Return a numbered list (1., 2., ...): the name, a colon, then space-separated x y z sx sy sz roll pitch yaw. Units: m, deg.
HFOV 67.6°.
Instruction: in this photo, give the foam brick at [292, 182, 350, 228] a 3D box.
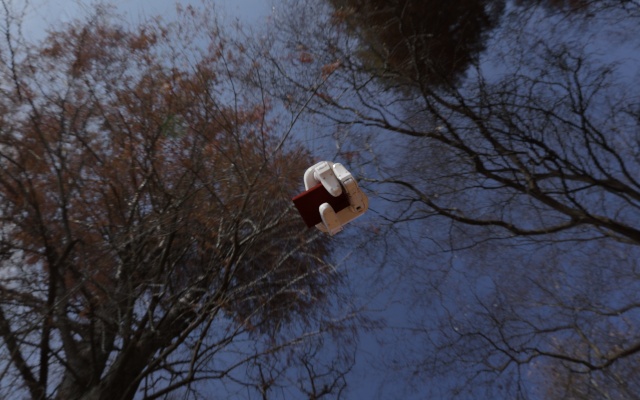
1. foam brick: 0.000 0.003 0.760 0.078 0.053 0.051 -29 5 -3
